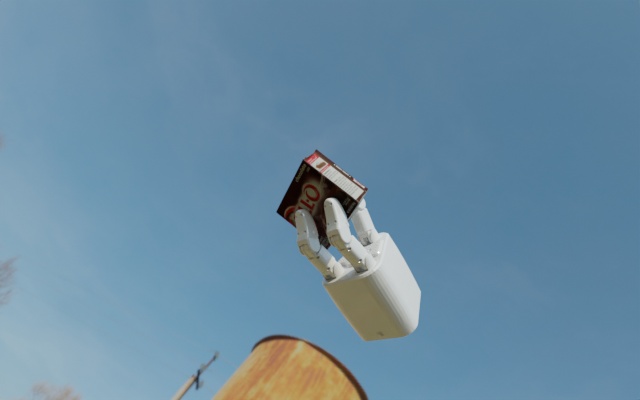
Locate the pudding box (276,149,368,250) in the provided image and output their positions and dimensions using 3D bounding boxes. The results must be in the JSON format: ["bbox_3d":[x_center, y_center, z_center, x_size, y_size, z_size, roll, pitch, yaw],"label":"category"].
[{"bbox_3d":[0.000,0.002,0.634,0.090,0.114,0.039,37,42,7],"label":"pudding box"}]
